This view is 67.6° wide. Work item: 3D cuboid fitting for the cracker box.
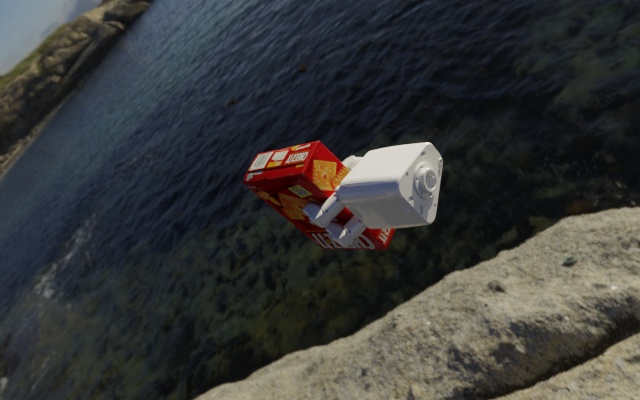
[{"bbox_3d":[0.000,0.002,0.789,0.164,0.072,0.214,-4,-38,49],"label":"cracker box"}]
